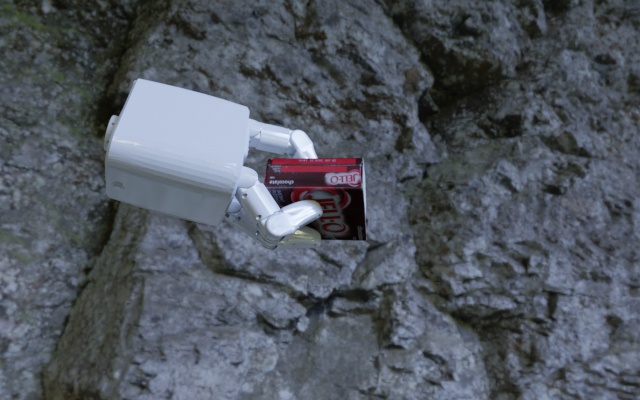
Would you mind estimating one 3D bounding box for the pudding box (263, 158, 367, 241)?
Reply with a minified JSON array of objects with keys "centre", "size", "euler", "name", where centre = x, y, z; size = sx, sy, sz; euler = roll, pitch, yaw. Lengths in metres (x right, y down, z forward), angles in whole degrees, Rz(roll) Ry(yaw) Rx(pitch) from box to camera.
[{"centre":[0.000,0.001,0.469],"size":[0.090,0.039,0.113],"euler":[1,-27,9],"name":"pudding box"}]
